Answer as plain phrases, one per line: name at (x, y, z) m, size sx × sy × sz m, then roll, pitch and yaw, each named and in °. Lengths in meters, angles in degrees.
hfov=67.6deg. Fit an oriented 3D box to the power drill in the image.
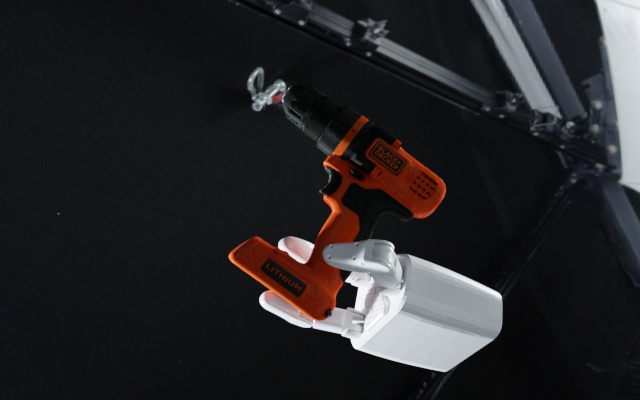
power drill at (0.000, 0.002, 0.451) m, size 0.184 × 0.187 × 0.057 m, roll 36°, pitch -10°, yaw 4°
